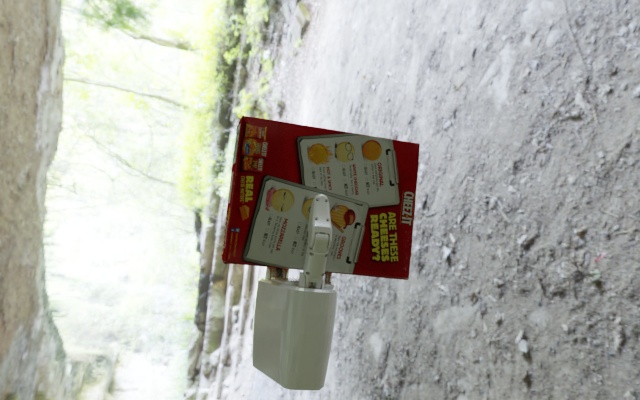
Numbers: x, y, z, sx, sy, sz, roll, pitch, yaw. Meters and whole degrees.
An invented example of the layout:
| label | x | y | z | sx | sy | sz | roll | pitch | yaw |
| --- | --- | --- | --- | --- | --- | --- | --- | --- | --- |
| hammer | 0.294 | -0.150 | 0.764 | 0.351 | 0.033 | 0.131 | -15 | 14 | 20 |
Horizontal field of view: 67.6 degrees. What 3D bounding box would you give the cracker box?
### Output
| label | x | y | z | sx | sy | sz | roll | pitch | yaw |
| --- | --- | --- | --- | --- | --- | --- | --- | --- | --- |
| cracker box | 0.000 | 0.002 | 0.564 | 0.214 | 0.164 | 0.072 | 7 | -5 | -14 |
